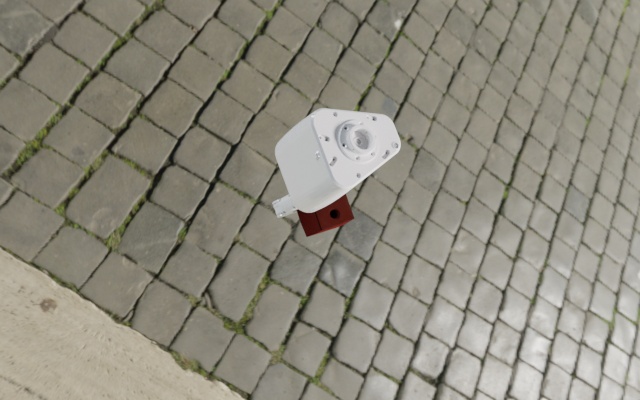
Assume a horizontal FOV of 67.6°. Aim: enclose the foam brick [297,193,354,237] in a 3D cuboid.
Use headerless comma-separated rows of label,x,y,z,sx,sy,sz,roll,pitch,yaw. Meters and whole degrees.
foam brick,0.000,0.002,0.632,0.053,0.078,0.051,-18,-5,-29
